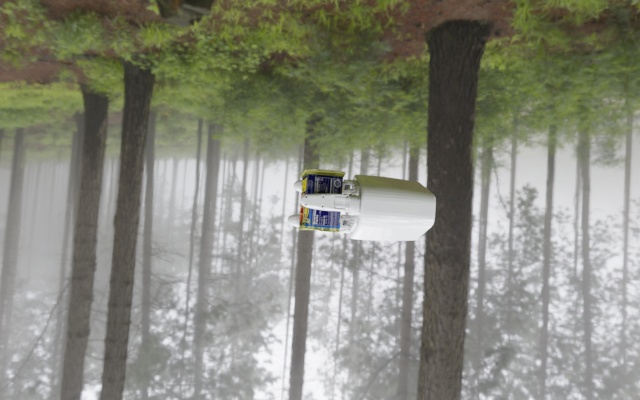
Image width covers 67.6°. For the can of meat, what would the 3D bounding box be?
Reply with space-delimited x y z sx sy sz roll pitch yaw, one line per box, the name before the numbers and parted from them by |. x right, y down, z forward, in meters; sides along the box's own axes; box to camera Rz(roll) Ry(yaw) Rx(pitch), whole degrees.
can of meat | 0.000 0.003 0.689 0.057 0.084 0.102 4 -3 -7
